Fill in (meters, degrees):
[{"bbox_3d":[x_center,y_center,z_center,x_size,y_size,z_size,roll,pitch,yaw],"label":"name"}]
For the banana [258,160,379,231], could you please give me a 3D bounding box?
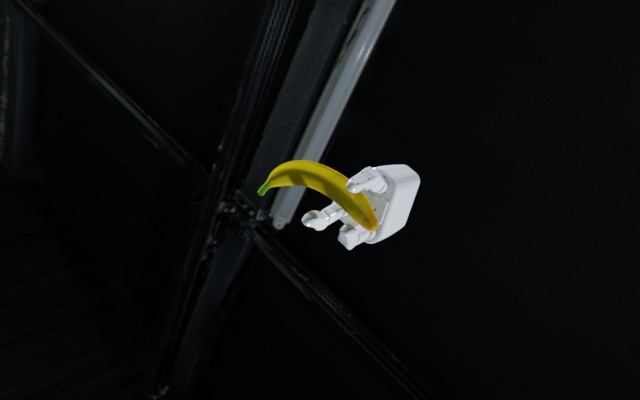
[{"bbox_3d":[0.001,-0.017,0.683,0.198,0.070,0.037,18,15,28],"label":"banana"}]
